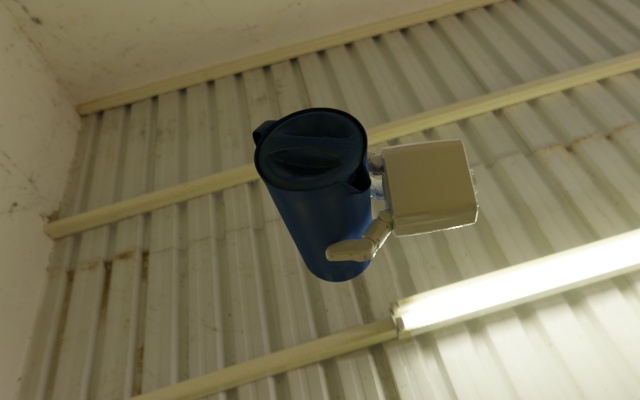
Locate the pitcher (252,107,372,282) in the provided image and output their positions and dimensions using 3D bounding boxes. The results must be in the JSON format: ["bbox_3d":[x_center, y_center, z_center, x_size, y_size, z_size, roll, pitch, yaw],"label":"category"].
[{"bbox_3d":[0.000,0.002,0.640,0.145,0.149,0.243,-9,-39,5],"label":"pitcher"}]
